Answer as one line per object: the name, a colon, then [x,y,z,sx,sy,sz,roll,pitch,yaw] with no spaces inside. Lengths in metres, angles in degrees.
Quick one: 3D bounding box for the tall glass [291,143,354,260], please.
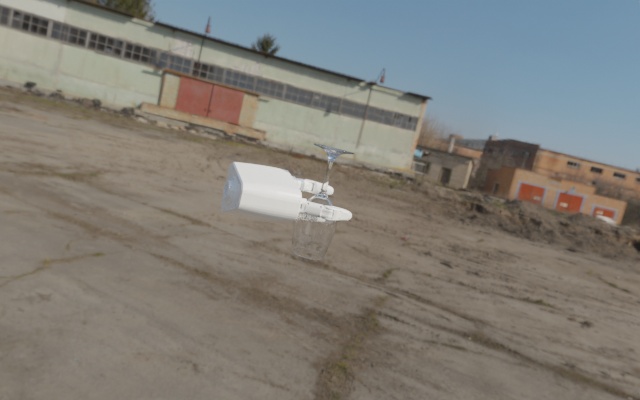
tall glass: [0.000,0.002,0.862,0.079,0.201,0.079,13,7,-2]
